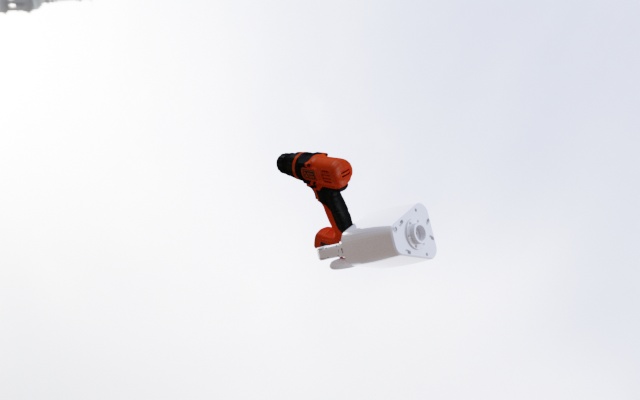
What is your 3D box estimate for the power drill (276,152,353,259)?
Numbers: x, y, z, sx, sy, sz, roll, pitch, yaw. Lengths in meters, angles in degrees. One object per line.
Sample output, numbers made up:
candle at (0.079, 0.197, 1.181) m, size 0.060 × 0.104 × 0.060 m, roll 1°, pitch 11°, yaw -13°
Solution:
power drill at (0.000, 0.003, 0.846) m, size 0.057 × 0.188 × 0.184 m, roll -32°, pitch 27°, yaw -28°
